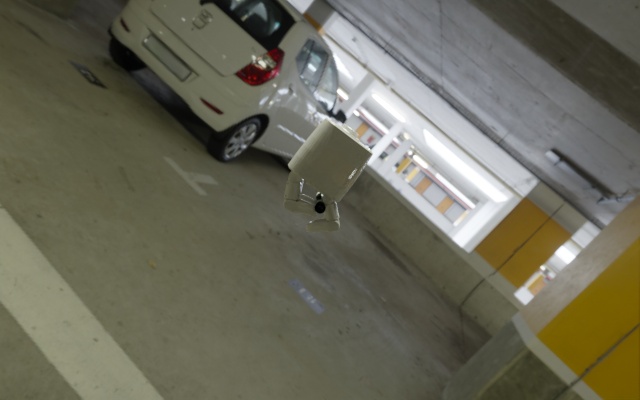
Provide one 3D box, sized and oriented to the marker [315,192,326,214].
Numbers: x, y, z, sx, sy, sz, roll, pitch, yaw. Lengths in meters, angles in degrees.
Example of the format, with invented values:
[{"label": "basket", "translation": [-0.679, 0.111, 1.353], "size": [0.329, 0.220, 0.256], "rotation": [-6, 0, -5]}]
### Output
[{"label": "marker", "translation": [0.000, 0.003, 0.860], "size": [0.020, 0.020, 0.121], "rotation": [0, 11, 1]}]
